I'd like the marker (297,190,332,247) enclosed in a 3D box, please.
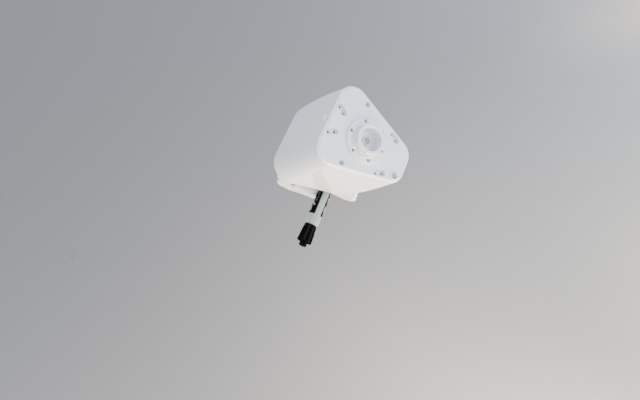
[{"bbox_3d":[0.000,0.002,0.600,0.020,0.121,0.020,21,-16,7],"label":"marker"}]
